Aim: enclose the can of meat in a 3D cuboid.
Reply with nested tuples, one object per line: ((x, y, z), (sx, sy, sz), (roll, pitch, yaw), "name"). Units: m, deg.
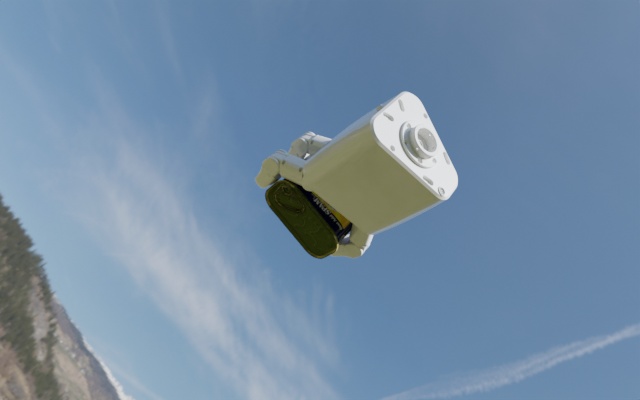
((0.000, 0.002, 0.560), (0.084, 0.102, 0.057), (-43, 5, -41), "can of meat")
